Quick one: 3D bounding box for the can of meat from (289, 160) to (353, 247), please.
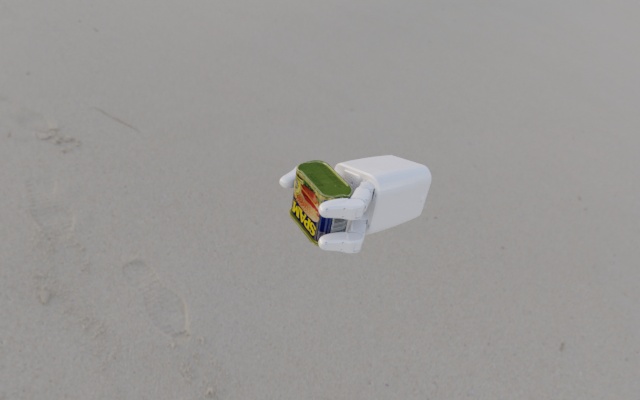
[{"bbox_3d":[0.000,0.002,0.683,0.057,0.084,0.102,-12,39,-28],"label":"can of meat"}]
